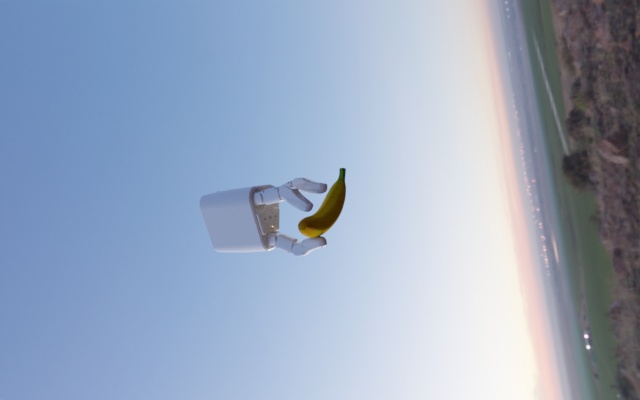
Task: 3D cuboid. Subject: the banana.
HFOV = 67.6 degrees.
[{"bbox_3d":[0.006,0.017,0.810,0.037,0.070,0.197,-3,29,24],"label":"banana"}]
